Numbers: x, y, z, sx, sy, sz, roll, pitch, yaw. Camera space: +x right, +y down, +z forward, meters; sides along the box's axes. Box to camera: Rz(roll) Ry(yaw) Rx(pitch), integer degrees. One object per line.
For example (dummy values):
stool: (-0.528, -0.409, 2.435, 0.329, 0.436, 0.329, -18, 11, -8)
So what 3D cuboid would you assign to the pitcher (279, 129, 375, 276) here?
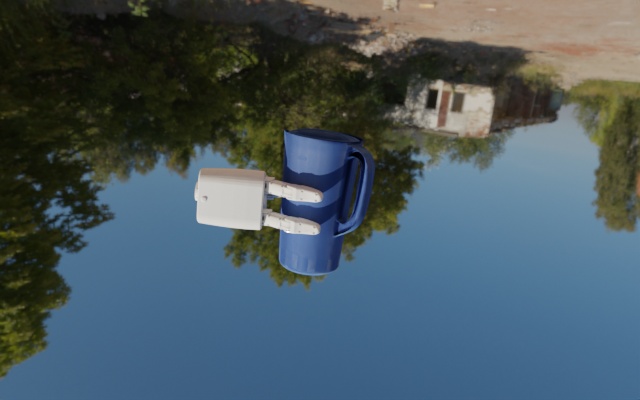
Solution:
pitcher: (0.000, 0.003, 0.816, 0.145, 0.243, 0.149, 5, 15, -6)
